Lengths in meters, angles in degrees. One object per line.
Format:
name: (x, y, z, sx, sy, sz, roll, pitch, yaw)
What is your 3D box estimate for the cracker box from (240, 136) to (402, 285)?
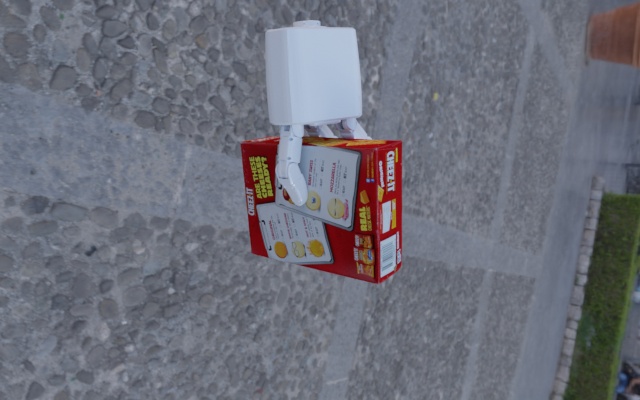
cracker box: (0.000, 0.002, 0.622, 0.213, 0.164, 0.072, 8, 18, 37)
